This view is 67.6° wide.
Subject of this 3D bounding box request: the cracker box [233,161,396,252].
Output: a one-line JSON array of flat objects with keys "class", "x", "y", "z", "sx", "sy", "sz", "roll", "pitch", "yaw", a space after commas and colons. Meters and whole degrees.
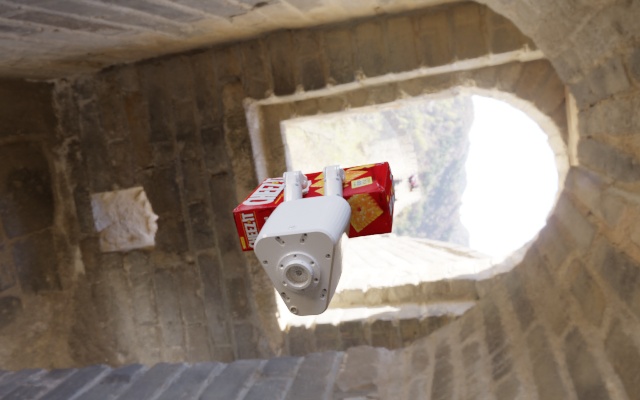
[{"class": "cracker box", "x": 0.000, "y": 0.002, "z": 0.711, "sx": 0.214, "sy": 0.072, "sz": 0.164, "roll": -7, "pitch": 17, "yaw": 13}]
